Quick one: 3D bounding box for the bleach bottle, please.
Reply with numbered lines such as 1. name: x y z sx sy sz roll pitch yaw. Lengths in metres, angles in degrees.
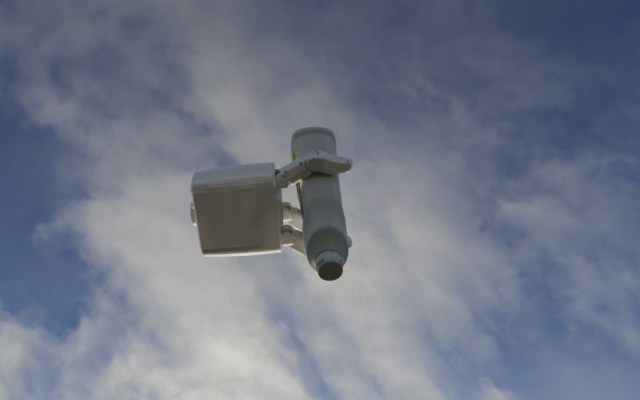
1. bleach bottle: 0.000 0.002 0.624 0.068 0.103 0.250 -4 34 -3
